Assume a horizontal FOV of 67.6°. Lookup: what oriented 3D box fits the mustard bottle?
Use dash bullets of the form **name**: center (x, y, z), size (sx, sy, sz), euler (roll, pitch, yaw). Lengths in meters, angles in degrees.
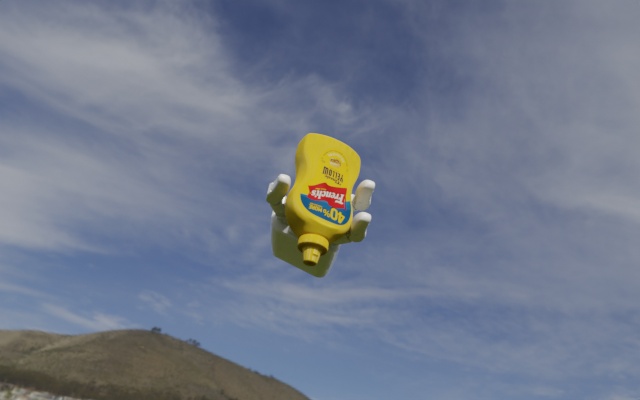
- **mustard bottle**: center (0.000, 0.002, 0.666), size (0.096, 0.191, 0.058), euler (25, -35, -21)
